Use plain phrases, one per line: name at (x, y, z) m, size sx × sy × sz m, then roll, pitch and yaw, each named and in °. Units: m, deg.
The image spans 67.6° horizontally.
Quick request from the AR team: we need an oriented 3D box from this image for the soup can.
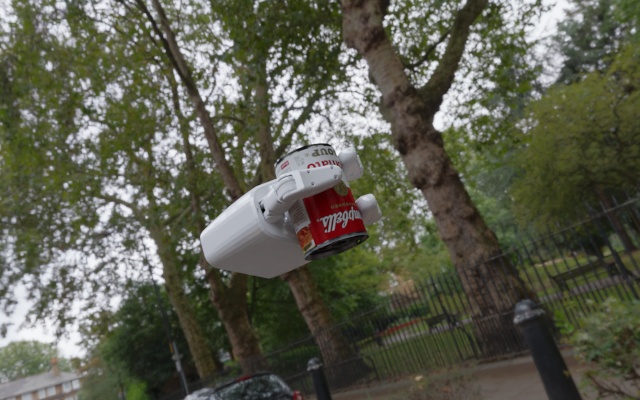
soup can at (0.000, 0.001, 0.486) m, size 0.068 × 0.102 × 0.068 m, roll -18°, pitch -17°, yaw -6°
